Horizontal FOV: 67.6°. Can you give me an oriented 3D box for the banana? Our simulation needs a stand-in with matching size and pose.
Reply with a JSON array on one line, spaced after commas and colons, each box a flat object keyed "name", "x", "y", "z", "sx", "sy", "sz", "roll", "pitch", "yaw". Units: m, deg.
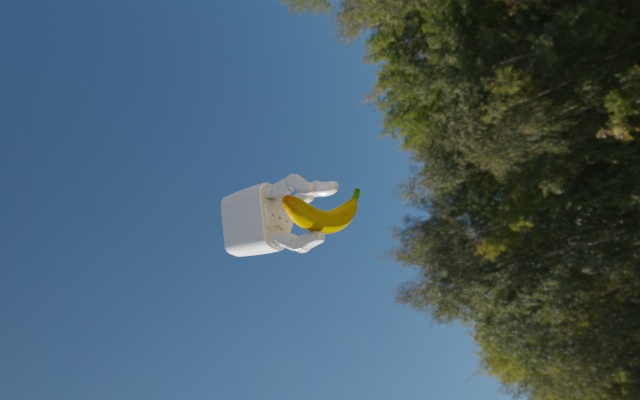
[{"name": "banana", "x": 0.005, "y": 0.021, "z": 0.775, "sx": 0.037, "sy": 0.069, "sz": 0.198, "roll": -10, "pitch": -2, "yaw": 36}]
